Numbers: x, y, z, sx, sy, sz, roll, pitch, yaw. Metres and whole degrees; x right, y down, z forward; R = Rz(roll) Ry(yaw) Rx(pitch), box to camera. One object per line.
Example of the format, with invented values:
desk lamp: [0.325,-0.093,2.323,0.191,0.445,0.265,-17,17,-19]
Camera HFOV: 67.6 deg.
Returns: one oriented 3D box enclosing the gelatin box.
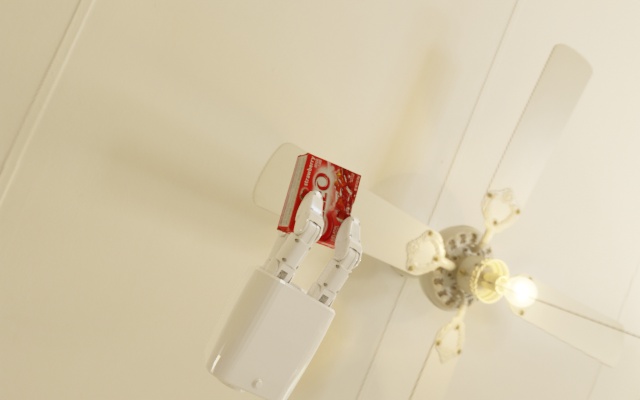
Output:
gelatin box: [0.000,0.001,0.528,0.073,0.089,0.030,21,-12,-28]
